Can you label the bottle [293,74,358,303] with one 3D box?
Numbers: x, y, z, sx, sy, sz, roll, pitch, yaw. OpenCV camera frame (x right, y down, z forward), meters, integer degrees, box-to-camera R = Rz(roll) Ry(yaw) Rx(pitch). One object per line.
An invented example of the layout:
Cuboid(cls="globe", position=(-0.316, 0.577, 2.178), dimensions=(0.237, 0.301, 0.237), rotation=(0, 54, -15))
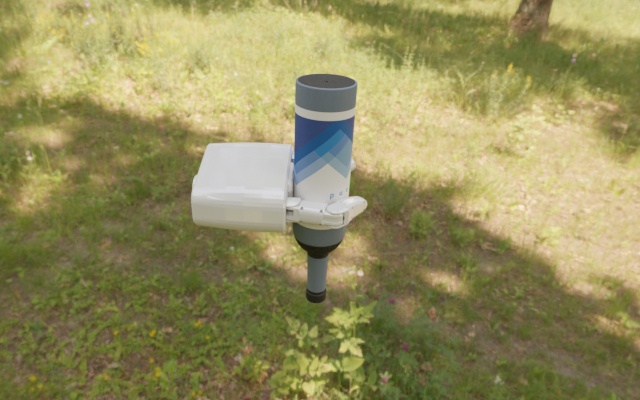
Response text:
Cuboid(cls="bottle", position=(0.000, 0.002, 0.579), dimensions=(0.069, 0.296, 0.069), rotation=(2, 28, -1))
